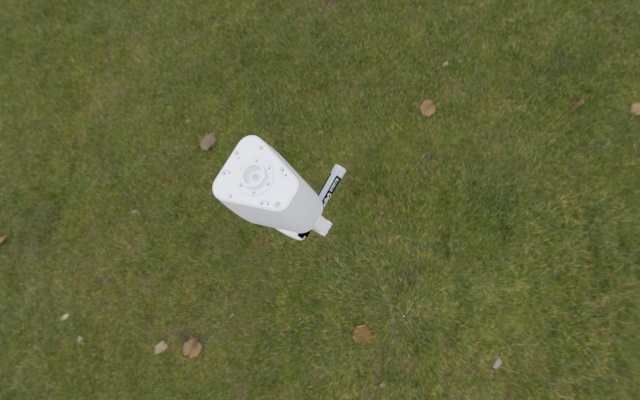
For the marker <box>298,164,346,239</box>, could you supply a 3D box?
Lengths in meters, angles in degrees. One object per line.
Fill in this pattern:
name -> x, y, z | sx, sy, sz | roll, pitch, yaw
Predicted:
marker -> 0.000, 0.002, 0.706 | 0.020, 0.121, 0.020 | 30, -6, 4
